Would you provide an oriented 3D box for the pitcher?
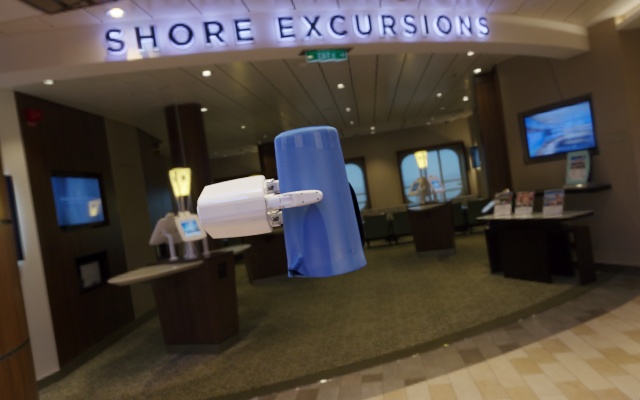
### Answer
[{"bbox_3d":[0.000,0.003,0.808,0.145,0.243,0.149,-9,1,-2],"label":"pitcher"}]
